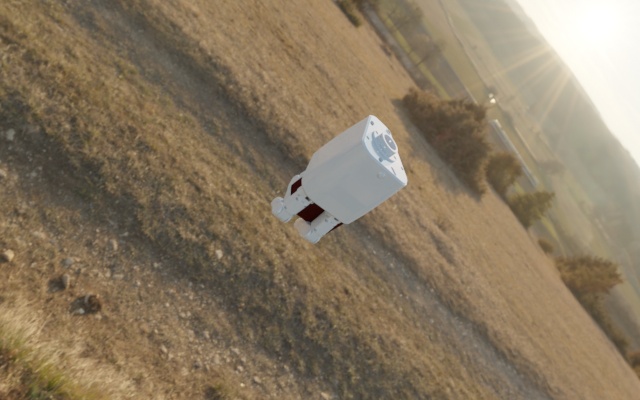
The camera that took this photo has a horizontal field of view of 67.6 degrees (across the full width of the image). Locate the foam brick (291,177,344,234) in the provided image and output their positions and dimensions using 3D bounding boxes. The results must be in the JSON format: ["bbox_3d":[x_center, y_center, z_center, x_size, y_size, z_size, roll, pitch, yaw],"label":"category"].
[{"bbox_3d":[0.000,0.002,0.700,0.051,0.053,0.078,-33,-53,29],"label":"foam brick"}]
